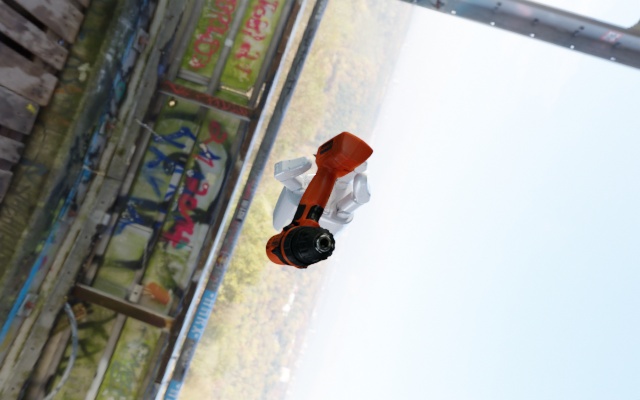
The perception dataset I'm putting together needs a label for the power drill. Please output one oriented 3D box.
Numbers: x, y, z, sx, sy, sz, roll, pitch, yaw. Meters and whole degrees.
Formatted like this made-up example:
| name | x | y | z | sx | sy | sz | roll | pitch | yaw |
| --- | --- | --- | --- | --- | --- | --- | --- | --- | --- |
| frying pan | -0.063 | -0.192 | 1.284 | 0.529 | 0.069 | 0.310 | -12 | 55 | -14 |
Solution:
| name | x | y | z | sx | sy | sz | roll | pitch | yaw |
| --- | --- | --- | --- | --- | --- | --- | --- | --- | --- |
| power drill | 0.000 | 0.002 | 0.632 | 0.057 | 0.187 | 0.184 | 34 | -19 | -16 |
